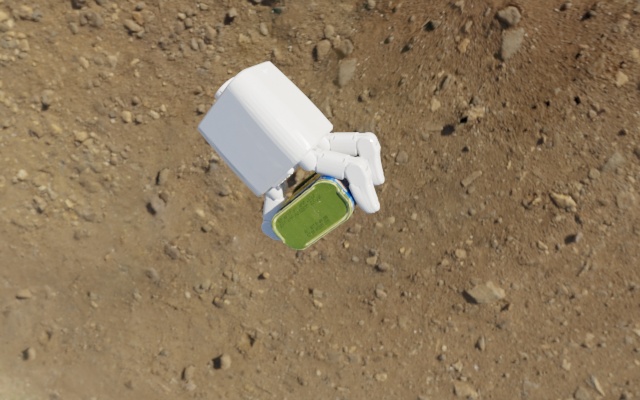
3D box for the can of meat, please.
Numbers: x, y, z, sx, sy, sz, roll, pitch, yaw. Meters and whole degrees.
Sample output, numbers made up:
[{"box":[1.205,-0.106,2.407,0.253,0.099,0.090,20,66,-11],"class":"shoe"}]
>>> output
[{"box":[0.000,0.002,0.543,0.102,0.057,0.084,-38,8,28],"class":"can of meat"}]
